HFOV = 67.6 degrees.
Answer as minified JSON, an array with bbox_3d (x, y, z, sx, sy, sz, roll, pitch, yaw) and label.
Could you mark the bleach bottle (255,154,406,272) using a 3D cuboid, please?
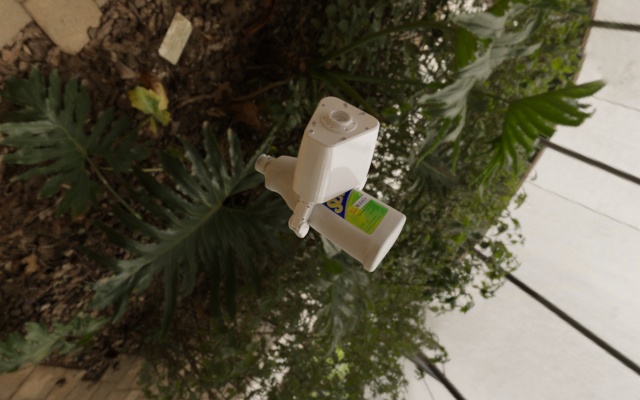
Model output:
[{"bbox_3d":[0.000,0.002,0.742,0.251,0.068,0.102,31,48,16],"label":"bleach bottle"}]
